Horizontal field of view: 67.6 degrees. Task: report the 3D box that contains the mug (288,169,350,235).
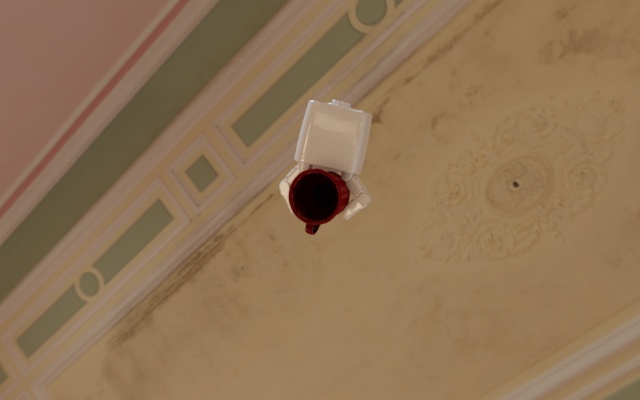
[{"bbox_3d":[0.000,0.004,0.819,0.093,0.117,0.081,15,9,16],"label":"mug"}]
